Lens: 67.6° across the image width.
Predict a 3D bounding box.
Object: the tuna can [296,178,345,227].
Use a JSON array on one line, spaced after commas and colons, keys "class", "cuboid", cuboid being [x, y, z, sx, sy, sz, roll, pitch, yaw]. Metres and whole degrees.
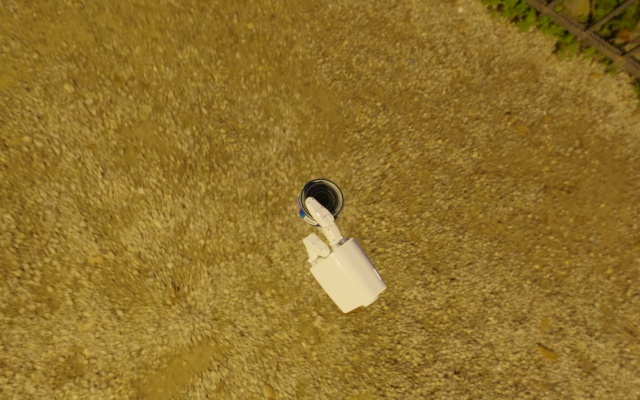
[{"class": "tuna can", "cuboid": [0.000, 0.003, 0.870, 0.086, 0.086, 0.034, 0, -18, -12]}]
